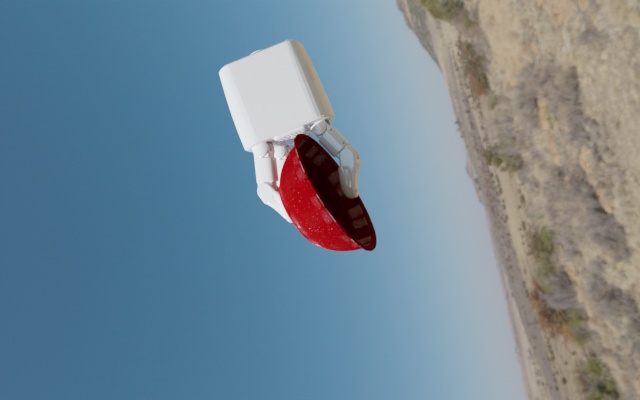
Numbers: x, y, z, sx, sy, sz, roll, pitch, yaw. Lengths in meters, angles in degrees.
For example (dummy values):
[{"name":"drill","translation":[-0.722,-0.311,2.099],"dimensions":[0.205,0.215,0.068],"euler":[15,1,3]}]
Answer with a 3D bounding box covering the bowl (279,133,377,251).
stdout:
[{"name":"bowl","translation":[0.000,0.003,0.567],"dimensions":[0.055,0.162,0.162],"euler":[-34,-11,17]}]
